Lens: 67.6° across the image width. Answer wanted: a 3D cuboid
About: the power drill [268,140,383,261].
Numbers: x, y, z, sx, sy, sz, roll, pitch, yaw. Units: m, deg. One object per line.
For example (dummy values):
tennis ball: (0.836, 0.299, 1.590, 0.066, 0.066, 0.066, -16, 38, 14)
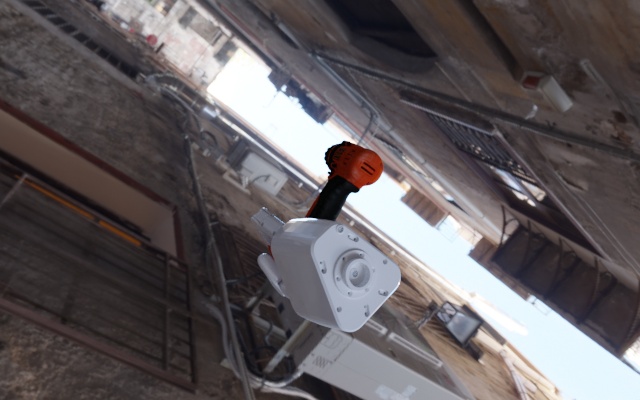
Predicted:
power drill: (0.000, 0.003, 0.652, 0.057, 0.187, 0.184, 32, 2, -13)
